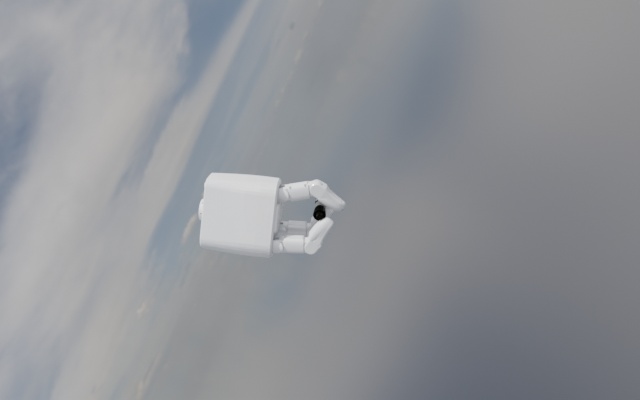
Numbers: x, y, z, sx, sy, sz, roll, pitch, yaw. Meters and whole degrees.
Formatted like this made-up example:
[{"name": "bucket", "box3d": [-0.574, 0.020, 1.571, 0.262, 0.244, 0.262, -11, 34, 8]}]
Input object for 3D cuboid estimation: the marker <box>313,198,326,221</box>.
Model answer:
[{"name": "marker", "box3d": [0.000, 0.002, 0.734, 0.020, 0.020, 0.121, 0, 20, 2]}]
